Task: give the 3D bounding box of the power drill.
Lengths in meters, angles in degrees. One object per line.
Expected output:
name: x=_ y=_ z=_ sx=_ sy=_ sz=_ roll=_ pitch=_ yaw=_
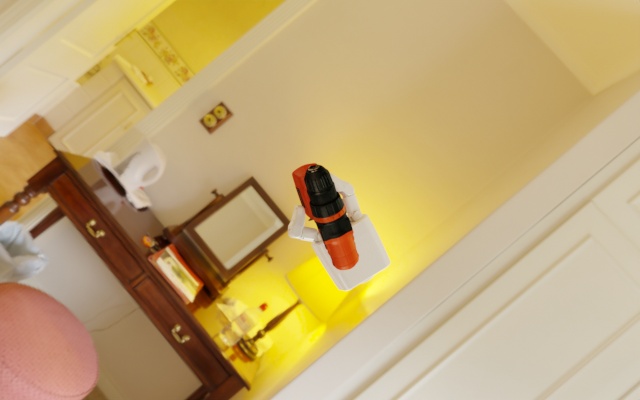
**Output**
power drill: x=0.000 y=0.003 z=0.796 sx=0.057 sy=0.184 sz=0.187 roll=-20 pitch=26 yaw=-4
